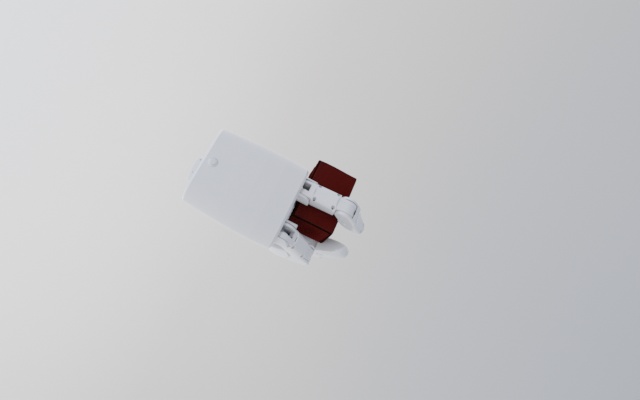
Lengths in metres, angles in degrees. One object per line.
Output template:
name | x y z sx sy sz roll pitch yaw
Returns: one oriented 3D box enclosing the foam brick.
foam brick | 0.000 0.002 0.564 0.051 0.078 0.053 27 -21 -5
